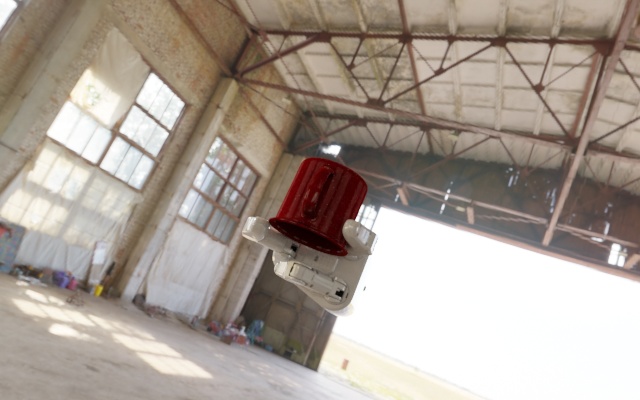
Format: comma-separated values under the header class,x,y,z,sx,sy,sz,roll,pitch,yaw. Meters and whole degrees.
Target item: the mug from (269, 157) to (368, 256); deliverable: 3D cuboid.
class,x,y,z,sx,sy,sz,roll,pitch,yaw
mug,0.000,0.001,0.515,0.093,0.081,0.117,20,-16,14
